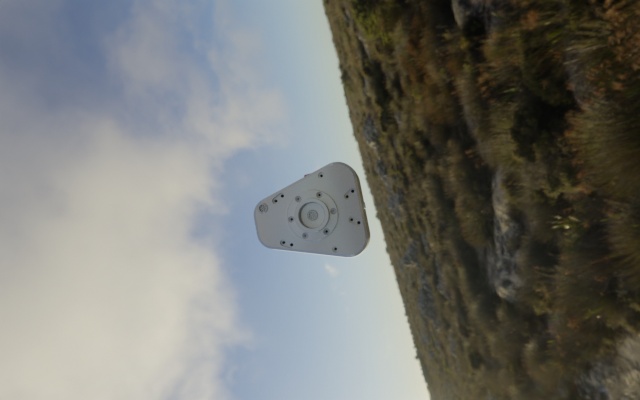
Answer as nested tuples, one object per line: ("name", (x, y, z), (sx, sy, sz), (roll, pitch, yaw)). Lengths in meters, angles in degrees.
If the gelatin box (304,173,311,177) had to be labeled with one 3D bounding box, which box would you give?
("gelatin box", (0.000, 0.002, 0.641), (0.030, 0.073, 0.089), (-14, 10, 1))
